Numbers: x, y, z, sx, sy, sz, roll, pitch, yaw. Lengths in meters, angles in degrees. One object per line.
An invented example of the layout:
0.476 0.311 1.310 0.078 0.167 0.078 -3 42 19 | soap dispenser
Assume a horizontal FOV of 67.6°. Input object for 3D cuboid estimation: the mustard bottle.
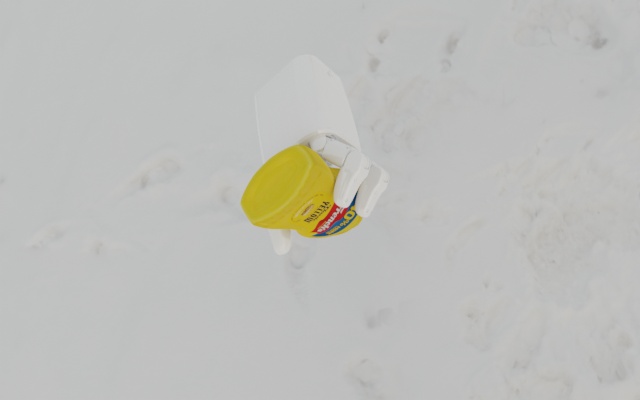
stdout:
0.000 0.002 0.557 0.096 0.058 0.192 -45 -29 14 | mustard bottle
